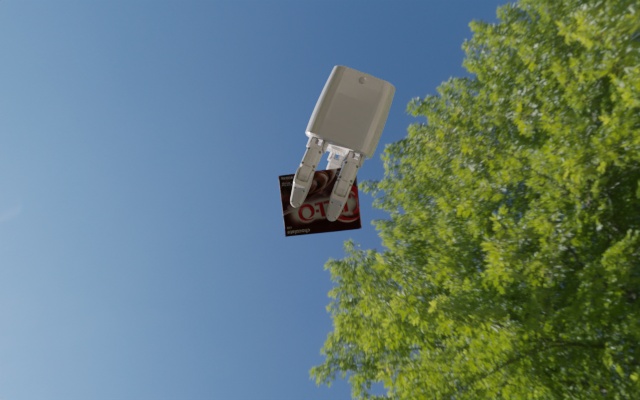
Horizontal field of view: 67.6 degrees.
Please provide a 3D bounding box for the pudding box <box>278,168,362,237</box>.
[{"bbox_3d":[0.000,0.002,0.696,0.113,0.090,0.039,-7,-1,5],"label":"pudding box"}]
